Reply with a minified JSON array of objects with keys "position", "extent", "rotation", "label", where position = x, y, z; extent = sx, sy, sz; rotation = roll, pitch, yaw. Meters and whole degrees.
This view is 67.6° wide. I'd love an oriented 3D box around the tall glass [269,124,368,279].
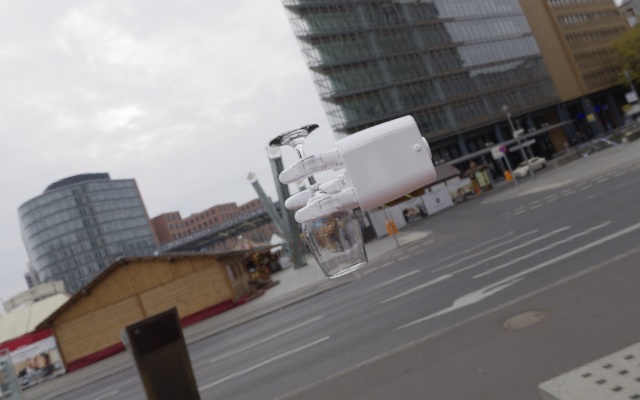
[{"position":[0.000,0.002,0.650],"extent":[0.079,0.201,0.079],"rotation":[-21,-4,-2],"label":"tall glass"}]
